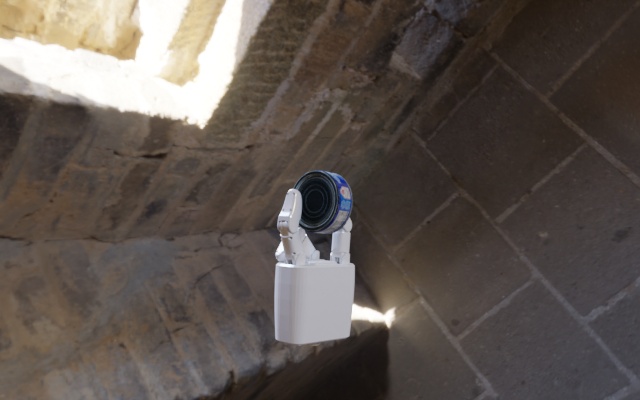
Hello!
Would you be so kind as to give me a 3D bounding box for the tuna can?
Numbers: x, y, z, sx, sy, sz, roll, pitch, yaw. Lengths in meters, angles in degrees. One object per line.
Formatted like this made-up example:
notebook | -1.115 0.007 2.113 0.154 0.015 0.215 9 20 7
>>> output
tuna can | 0.000 0.002 0.650 0.086 0.086 0.034 0 -6 38
